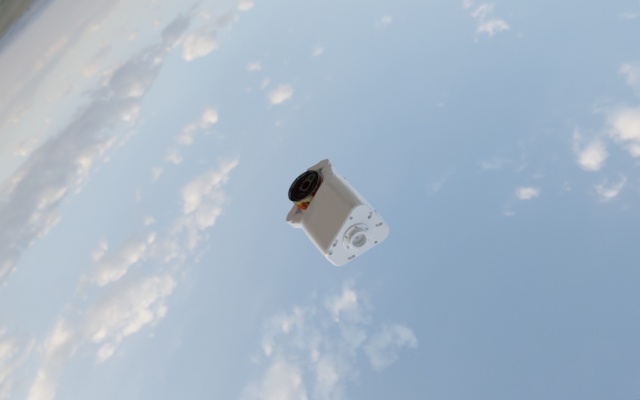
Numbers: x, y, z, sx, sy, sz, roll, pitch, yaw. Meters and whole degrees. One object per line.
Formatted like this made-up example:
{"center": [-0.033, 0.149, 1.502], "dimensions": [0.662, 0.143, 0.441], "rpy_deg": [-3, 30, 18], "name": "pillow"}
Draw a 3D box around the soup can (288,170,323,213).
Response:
{"center": [0.000, 0.003, 0.850], "dimensions": [0.068, 0.068, 0.102], "rpy_deg": [0, -34, 46], "name": "soup can"}
